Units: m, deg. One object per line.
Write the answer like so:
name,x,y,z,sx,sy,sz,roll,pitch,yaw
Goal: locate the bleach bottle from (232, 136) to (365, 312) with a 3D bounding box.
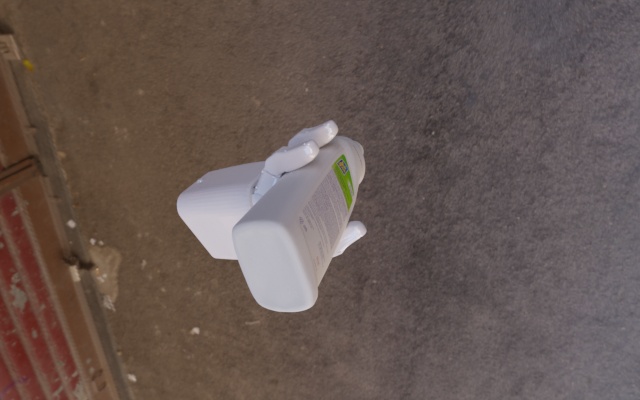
bleach bottle,0.000,0.002,0.521,0.068,0.103,0.250,-5,26,26
